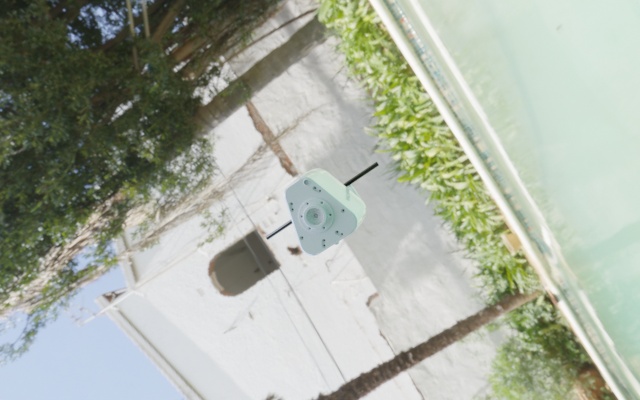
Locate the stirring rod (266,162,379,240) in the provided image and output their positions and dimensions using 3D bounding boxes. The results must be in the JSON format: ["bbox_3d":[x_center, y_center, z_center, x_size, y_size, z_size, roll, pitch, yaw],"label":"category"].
[{"bbox_3d":[0.000,0.003,0.837,0.239,0.011,0.011,-34,-9,13],"label":"stirring rod"}]
